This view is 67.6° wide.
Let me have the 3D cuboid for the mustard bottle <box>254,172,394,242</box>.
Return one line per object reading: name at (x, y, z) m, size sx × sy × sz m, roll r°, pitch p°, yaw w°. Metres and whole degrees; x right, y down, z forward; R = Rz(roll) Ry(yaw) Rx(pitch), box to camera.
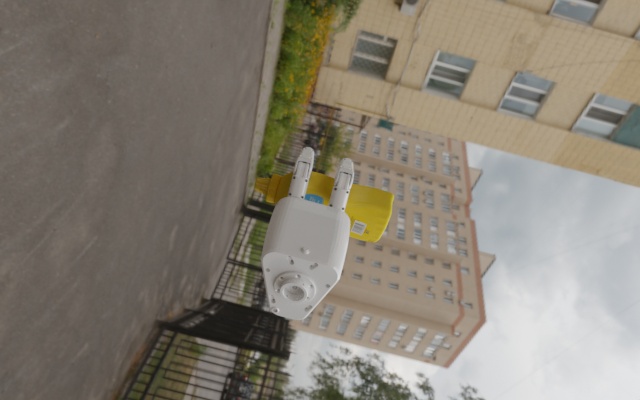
mustard bottle at (0.000, 0.002, 0.678) m, size 0.191 × 0.058 × 0.096 m, roll 15°, pitch -32°, yaw -1°
